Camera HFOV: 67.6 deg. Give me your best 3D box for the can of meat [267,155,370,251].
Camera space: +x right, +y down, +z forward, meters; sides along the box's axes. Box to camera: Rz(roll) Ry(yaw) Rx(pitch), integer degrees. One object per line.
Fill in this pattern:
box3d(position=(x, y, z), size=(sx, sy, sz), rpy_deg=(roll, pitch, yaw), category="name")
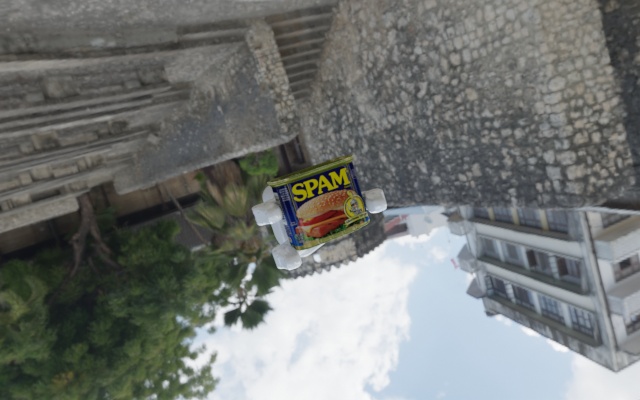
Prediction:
box3d(position=(0.000, 0.002, 0.558), size=(0.102, 0.084, 0.057), rpy_deg=(-20, 9, -16), category="can of meat")
